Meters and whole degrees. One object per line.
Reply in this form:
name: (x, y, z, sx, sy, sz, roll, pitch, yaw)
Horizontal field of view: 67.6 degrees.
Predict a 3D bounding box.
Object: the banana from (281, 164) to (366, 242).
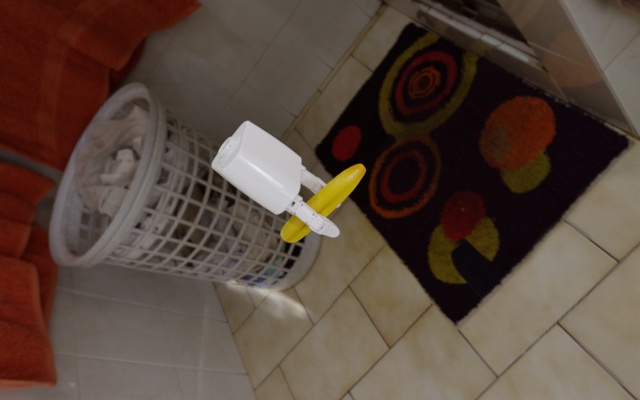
banana: (-0.007, 0.013, 0.749, 0.198, 0.037, 0.069, -42, 8, 32)
